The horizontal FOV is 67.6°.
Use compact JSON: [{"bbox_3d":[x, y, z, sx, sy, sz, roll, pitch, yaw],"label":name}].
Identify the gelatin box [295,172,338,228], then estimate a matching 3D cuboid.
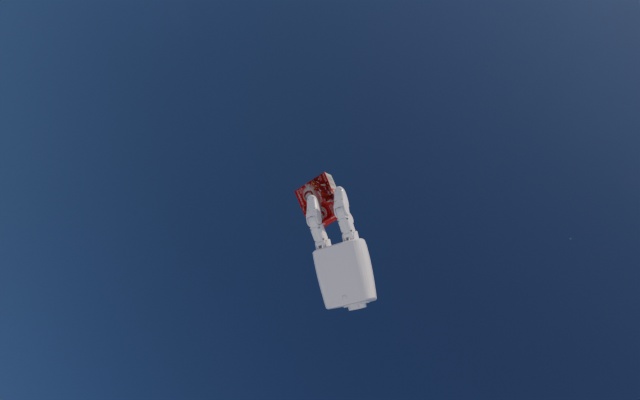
[{"bbox_3d":[0.000,0.003,0.896,0.073,0.089,0.030,-32,-26,20],"label":"gelatin box"}]
